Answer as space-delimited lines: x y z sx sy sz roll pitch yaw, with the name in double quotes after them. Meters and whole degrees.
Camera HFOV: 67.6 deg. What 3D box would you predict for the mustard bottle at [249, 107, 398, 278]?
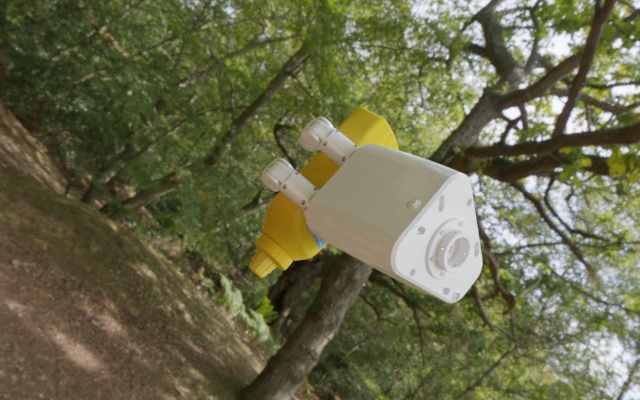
0.000 0.001 0.483 0.058 0.191 0.096 35 -16 27 "mustard bottle"
